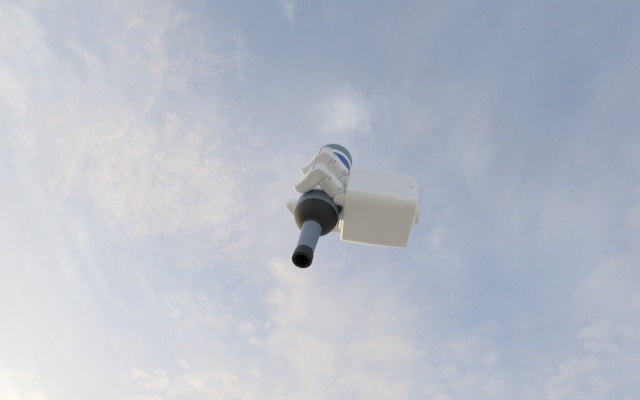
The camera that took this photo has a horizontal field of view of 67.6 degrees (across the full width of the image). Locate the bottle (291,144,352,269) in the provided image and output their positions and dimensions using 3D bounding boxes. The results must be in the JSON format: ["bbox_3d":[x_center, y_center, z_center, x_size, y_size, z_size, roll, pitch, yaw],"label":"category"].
[{"bbox_3d":[0.000,0.002,0.738,0.069,0.069,0.295,0,31,11],"label":"bottle"}]
